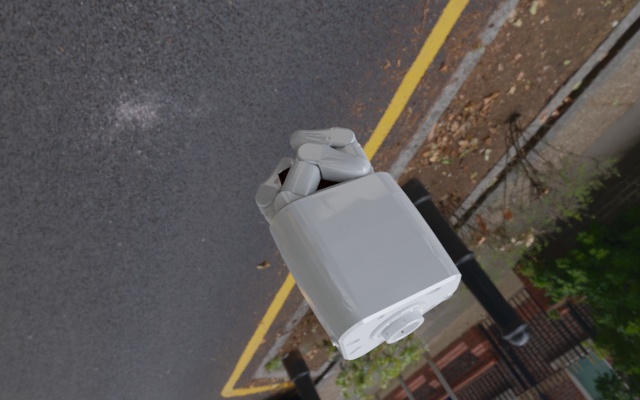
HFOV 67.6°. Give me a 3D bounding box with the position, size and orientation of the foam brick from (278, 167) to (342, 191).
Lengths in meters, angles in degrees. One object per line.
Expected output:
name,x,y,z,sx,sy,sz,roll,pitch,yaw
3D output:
foam brick,0.000,0.001,0.441,0.053,0.051,0.078,-29,-29,-9
